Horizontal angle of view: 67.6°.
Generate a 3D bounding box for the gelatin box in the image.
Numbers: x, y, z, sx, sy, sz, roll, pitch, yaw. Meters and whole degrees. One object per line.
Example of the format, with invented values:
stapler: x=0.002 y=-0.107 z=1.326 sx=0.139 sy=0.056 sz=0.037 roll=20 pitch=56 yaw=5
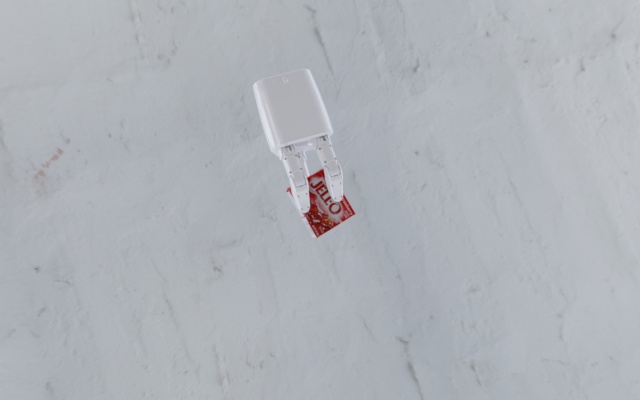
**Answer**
gelatin box: x=0.000 y=0.003 z=0.741 sx=0.073 sy=0.089 sz=0.030 roll=-31 pitch=4 yaw=-13
